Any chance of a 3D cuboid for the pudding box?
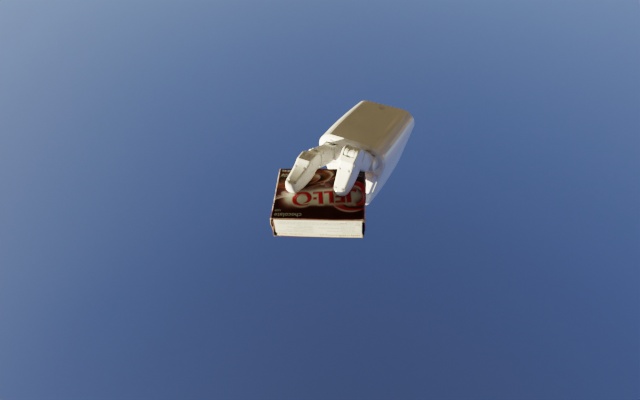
[{"bbox_3d":[0.000,0.002,0.593,0.113,0.039,0.090,-1,44,6],"label":"pudding box"}]
